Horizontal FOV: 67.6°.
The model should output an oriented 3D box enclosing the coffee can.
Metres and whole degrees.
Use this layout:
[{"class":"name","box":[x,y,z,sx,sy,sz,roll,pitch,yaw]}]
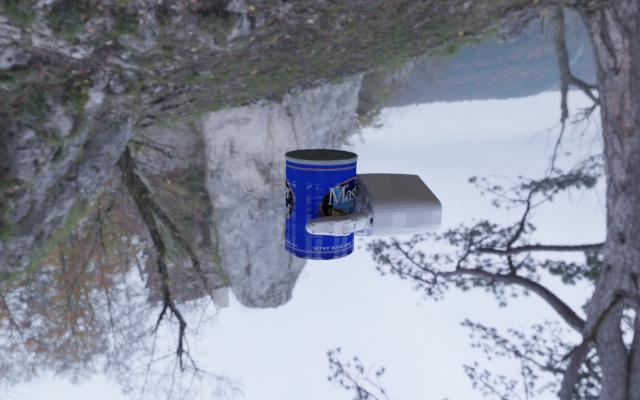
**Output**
[{"class":"coffee can","box":[0.000,0.002,0.686,0.103,0.140,0.102,1,14,0]}]
